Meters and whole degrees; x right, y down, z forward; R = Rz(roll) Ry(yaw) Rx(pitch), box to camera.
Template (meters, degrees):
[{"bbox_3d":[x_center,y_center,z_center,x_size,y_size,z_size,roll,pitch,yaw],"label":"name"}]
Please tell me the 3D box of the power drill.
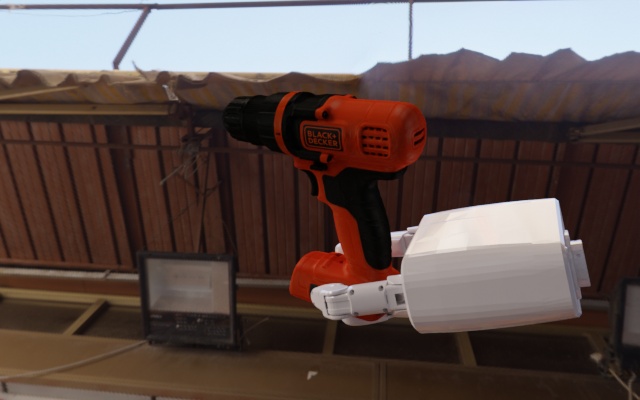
[{"bbox_3d":[0.000,0.002,0.407,0.184,0.188,0.057,12,33,34],"label":"power drill"}]
